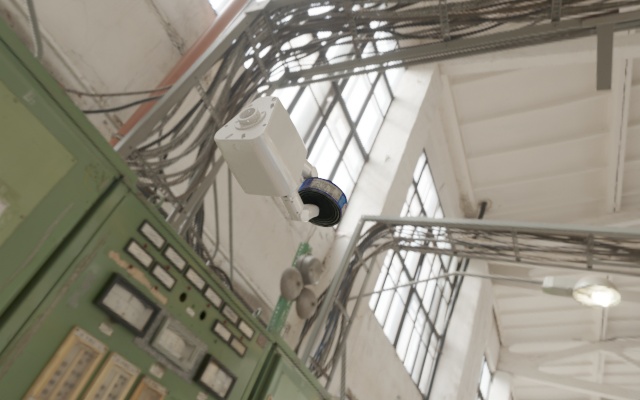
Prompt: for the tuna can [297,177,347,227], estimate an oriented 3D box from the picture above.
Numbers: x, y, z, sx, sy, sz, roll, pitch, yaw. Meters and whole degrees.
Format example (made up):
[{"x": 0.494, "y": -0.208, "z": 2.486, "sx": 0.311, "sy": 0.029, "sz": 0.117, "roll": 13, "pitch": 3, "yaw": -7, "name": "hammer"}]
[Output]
[{"x": 0.000, "y": 0.002, "z": 0.786, "sx": 0.086, "sy": 0.086, "sz": 0.033, "roll": 0, "pitch": 43, "yaw": 33, "name": "tuna can"}]
